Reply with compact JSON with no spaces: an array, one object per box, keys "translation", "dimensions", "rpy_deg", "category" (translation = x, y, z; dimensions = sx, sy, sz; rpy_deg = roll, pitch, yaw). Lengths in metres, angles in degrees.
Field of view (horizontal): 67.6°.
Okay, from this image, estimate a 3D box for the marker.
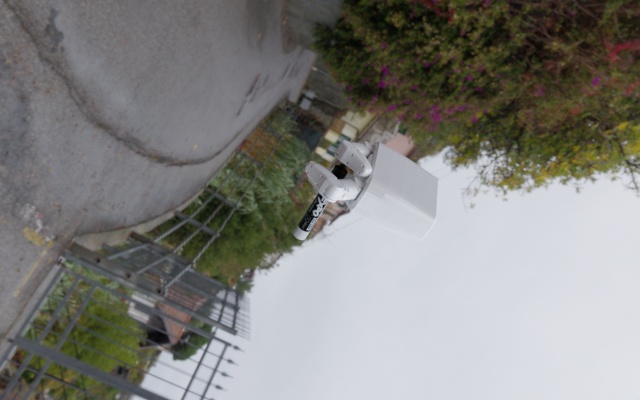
[{"translation":[0.000,0.002,0.622],"dimensions":[0.020,0.121,0.020],"rpy_deg":[26,27,-14],"category":"marker"}]
